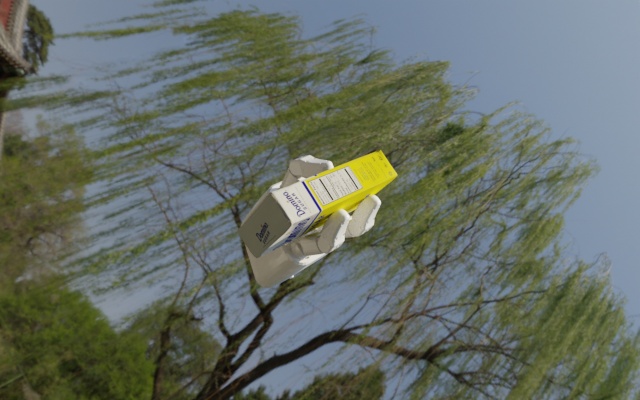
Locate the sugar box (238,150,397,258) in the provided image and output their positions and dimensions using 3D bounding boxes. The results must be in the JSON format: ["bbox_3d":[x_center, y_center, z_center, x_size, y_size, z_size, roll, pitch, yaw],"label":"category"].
[{"bbox_3d":[0.000,0.002,0.545,0.176,0.048,0.093,-28,-11,-41],"label":"sugar box"}]
